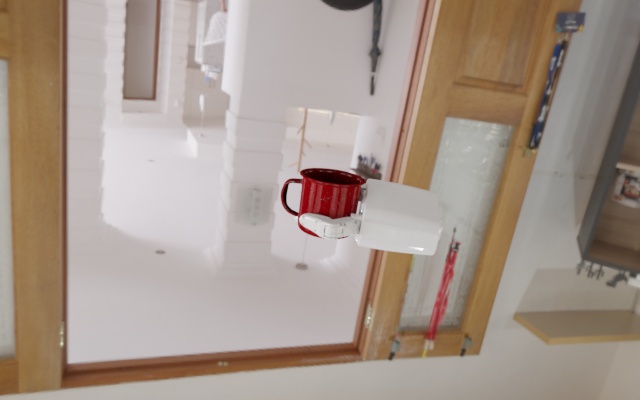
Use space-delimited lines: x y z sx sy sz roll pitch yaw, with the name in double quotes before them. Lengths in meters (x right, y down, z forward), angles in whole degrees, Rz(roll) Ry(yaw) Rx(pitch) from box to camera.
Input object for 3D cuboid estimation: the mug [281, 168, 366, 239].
"mug" -0.001 0.002 0.679 0.117 0.081 0.093 10 16 5
